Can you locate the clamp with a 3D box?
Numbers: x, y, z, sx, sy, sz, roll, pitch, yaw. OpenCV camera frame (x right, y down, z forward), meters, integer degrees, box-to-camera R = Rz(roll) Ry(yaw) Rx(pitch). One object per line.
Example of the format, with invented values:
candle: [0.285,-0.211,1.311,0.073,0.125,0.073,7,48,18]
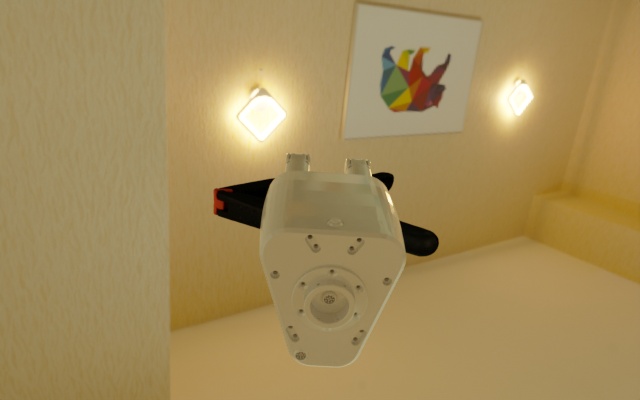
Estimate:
clamp: [-0.001,0.002,0.488,0.210,0.036,0.164,5,23,-3]
